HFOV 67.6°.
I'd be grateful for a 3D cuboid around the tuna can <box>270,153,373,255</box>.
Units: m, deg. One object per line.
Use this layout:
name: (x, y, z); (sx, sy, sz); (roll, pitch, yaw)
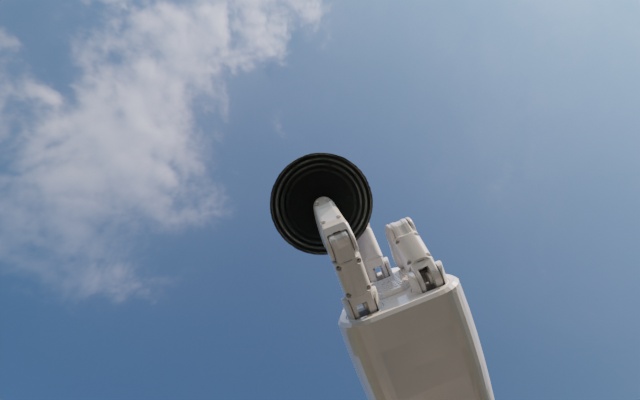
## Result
tuna can: (0.000, 0.001, 0.411); (0.086, 0.086, 0.033); (0, 7, -3)
